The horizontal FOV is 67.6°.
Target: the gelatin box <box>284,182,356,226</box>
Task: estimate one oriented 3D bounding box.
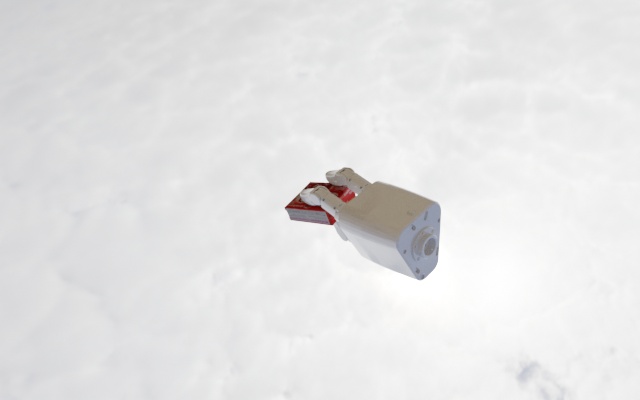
[{"bbox_3d":[0.000,0.003,0.745,0.089,0.030,0.073,4,39,40],"label":"gelatin box"}]
